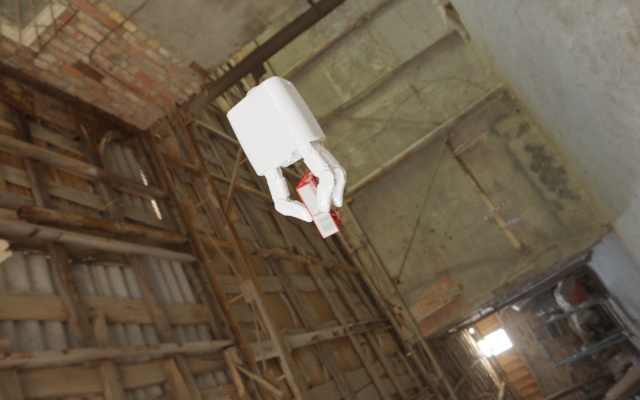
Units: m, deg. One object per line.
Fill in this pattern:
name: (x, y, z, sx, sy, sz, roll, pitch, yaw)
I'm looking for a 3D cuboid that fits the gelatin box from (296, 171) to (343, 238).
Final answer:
gelatin box: (0.000, 0.003, 0.725, 0.030, 0.089, 0.073, -26, 12, 14)
